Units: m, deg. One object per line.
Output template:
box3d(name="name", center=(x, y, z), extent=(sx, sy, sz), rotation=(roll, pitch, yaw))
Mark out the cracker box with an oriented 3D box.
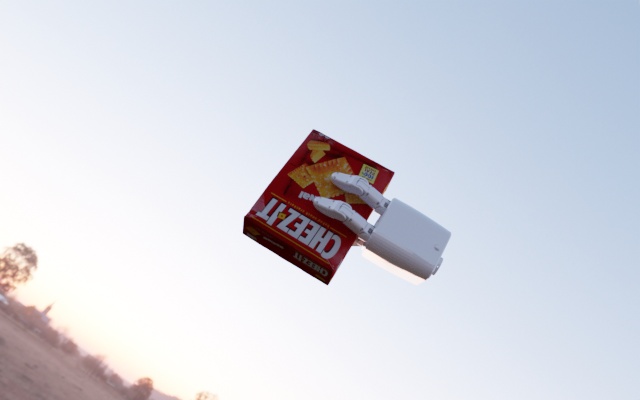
box3d(name="cracker box", center=(0.000, 0.003, 0.781), extent=(0.164, 0.213, 0.072), rotation=(30, -30, 8))
